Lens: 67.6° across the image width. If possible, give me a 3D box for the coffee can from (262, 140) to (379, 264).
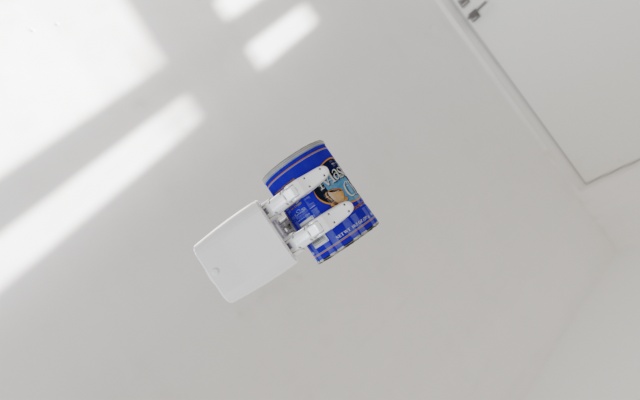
[{"bbox_3d":[0.000,0.002,0.665,0.103,0.140,0.103,-34,-3,-2],"label":"coffee can"}]
